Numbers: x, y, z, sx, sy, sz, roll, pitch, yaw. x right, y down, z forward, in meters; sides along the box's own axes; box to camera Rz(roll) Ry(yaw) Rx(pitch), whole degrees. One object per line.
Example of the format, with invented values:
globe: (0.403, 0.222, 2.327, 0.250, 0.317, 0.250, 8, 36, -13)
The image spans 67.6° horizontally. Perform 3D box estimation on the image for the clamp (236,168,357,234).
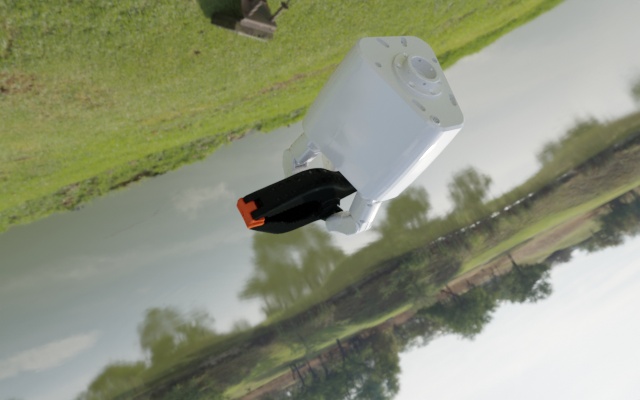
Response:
clamp: (0.000, 0.002, 0.520, 0.210, 0.036, 0.165, -16, -24, -36)
